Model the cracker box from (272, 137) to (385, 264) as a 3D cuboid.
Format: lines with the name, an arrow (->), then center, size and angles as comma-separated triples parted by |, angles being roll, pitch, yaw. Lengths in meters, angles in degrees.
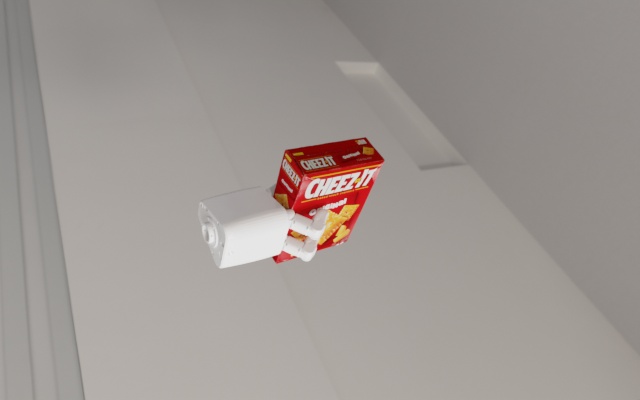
cracker box -> 0.000, 0.003, 0.829 | 0.164, 0.214, 0.072 | -14, 52, -32
